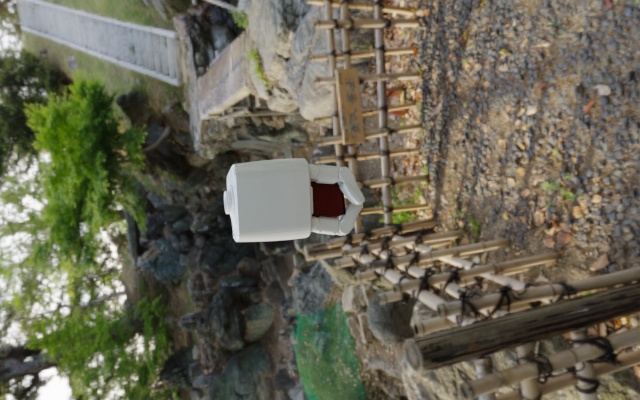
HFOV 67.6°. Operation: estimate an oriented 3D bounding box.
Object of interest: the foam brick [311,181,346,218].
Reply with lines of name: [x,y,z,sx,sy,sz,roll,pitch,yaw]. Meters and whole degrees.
foam brick: [0.000,0.003,0.731,0.051,0.053,0.078,-3,-10,-18]
